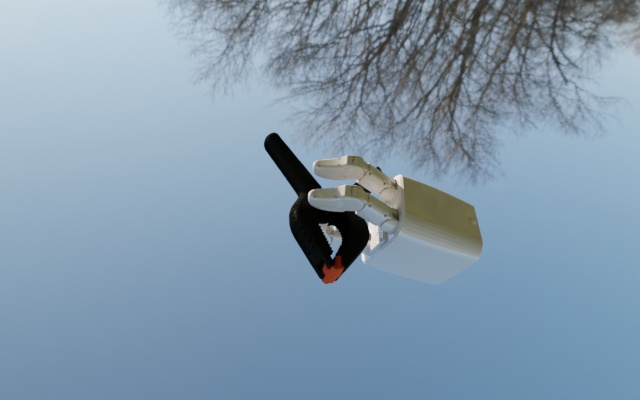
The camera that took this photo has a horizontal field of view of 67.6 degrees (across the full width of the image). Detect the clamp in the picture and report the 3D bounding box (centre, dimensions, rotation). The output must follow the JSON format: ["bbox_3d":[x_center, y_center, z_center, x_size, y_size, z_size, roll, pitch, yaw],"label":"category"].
[{"bbox_3d":[0.000,0.003,0.555,0.164,0.036,0.209,20,39,-11],"label":"clamp"}]
